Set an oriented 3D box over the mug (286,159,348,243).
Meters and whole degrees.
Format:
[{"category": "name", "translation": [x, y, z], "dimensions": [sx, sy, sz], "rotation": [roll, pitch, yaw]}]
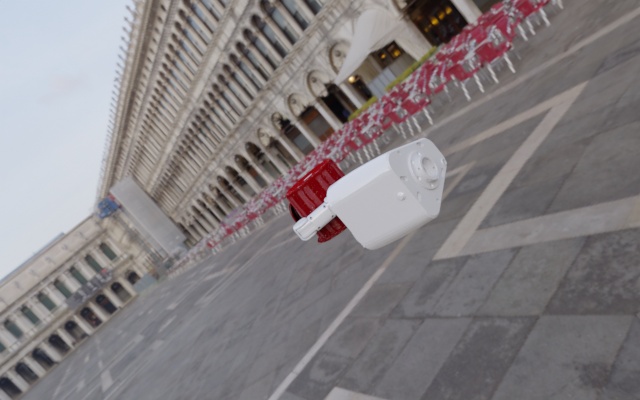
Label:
[{"category": "mug", "translation": [-0.001, 0.003, 0.662], "dimensions": [0.117, 0.081, 0.093], "rotation": [-32, 11, 44]}]
